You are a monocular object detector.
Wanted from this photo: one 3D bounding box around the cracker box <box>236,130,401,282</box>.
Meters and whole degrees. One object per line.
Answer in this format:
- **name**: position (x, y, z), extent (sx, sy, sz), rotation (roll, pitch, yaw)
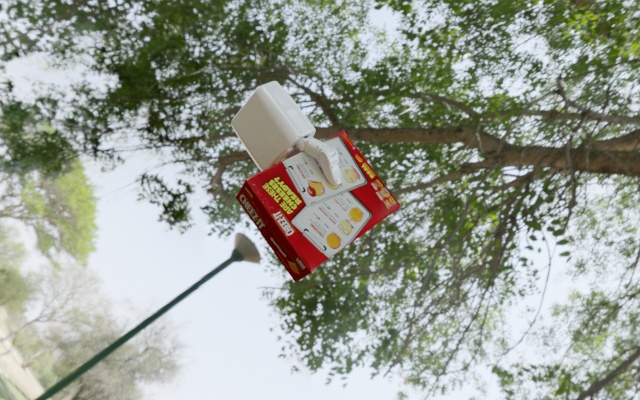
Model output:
- **cracker box**: position (0.000, 0.002, 0.760), extent (0.213, 0.164, 0.072), rotation (-32, -8, -35)
